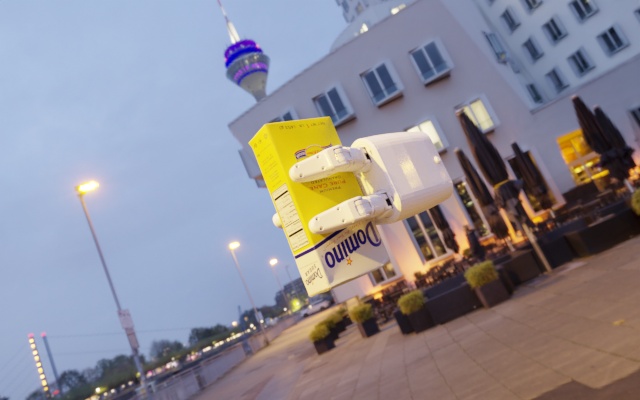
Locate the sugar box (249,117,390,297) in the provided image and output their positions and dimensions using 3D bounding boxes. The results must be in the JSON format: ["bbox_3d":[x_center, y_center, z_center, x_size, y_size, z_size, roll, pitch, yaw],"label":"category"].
[{"bbox_3d":[0.000,0.001,0.503,0.093,0.176,0.048,-16,-13,-39],"label":"sugar box"}]
